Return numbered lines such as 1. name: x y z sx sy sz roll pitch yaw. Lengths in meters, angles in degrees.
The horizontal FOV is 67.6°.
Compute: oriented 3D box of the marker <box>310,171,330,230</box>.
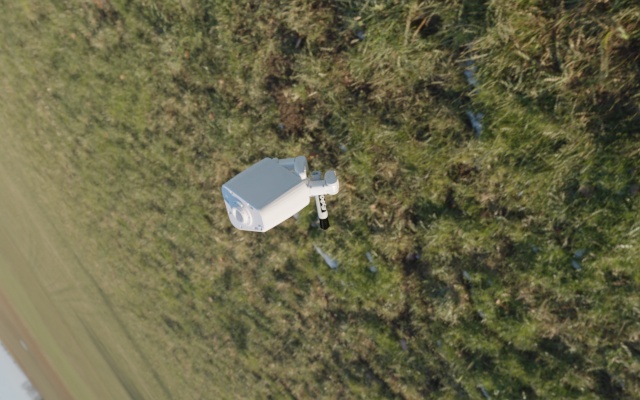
1. marker: 0.000 0.003 0.877 0.020 0.121 0.020 -7 31 4
